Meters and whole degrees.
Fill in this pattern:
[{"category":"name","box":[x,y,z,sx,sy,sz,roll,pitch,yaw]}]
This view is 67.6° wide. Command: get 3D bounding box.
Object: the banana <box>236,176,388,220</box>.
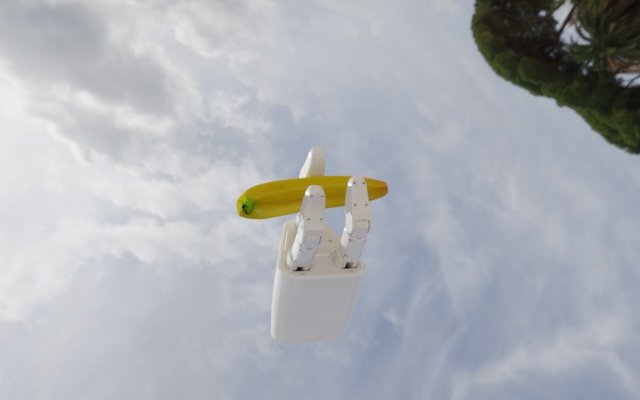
[{"category":"banana","box":[-0.015,-0.003,0.511,0.198,0.037,0.069,-11,21,-40]}]
